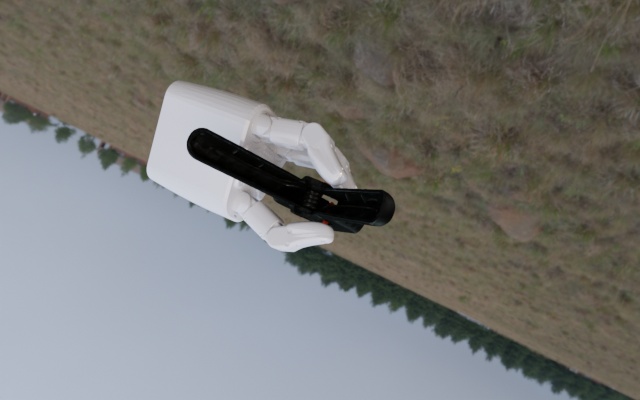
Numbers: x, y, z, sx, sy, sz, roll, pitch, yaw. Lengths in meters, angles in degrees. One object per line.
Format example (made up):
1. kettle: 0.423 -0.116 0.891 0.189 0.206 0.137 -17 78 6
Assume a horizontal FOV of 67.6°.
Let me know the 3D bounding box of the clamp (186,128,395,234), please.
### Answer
1. clamp: 0.000 0.002 0.424 0.164 0.036 0.210 20 -7 22
